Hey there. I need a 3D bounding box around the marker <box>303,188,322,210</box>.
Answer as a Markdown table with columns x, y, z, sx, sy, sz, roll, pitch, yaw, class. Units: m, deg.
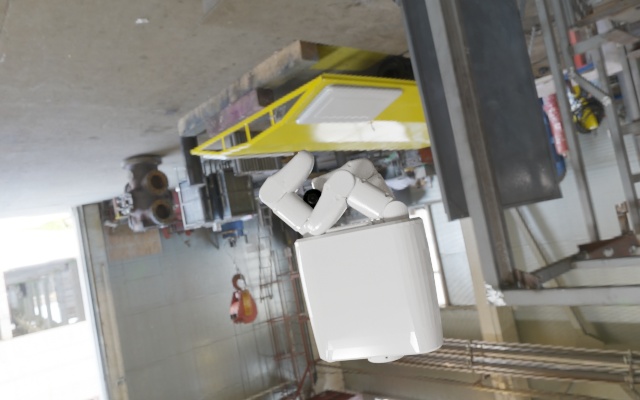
| x | y | z | sx | sy | sz | roll | pitch | yaw | class |
| --- | --- | --- | --- | --- | --- | --- | --- | --- | --- |
| 0.000 | 0.001 | 0.477 | 0.020 | 0.020 | 0.121 | 0 | -3 | 6 | marker |
